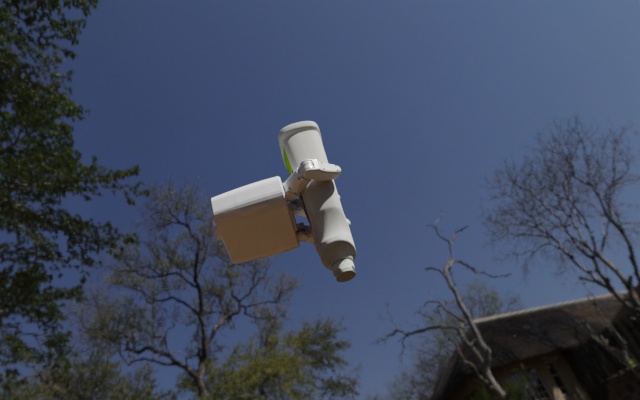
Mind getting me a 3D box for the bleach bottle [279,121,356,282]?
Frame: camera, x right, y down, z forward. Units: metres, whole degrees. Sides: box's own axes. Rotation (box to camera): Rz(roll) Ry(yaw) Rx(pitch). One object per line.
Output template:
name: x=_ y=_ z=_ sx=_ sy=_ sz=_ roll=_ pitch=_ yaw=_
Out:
bleach bottle: x=0.000 y=0.002 z=0.708 sx=0.068 sy=0.250 sz=0.103 roll=-16 pitch=-37 yaw=-5
